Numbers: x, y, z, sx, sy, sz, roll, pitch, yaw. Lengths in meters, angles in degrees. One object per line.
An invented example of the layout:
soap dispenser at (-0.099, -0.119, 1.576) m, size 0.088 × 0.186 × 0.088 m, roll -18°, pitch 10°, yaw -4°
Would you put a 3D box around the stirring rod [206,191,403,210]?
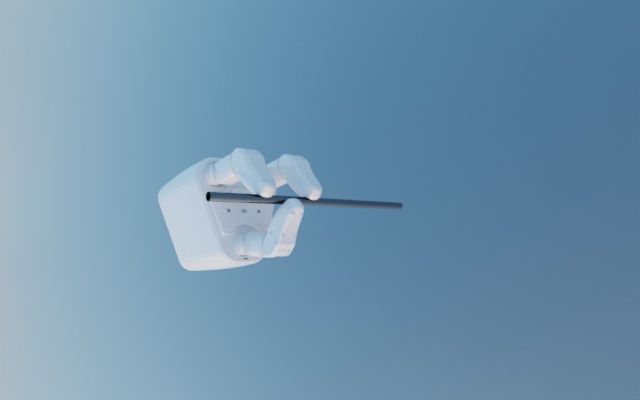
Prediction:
stirring rod at (0.000, 0.002, 0.462) m, size 0.239 × 0.011 × 0.011 m, roll 3°, pitch -2°, yaw -41°
